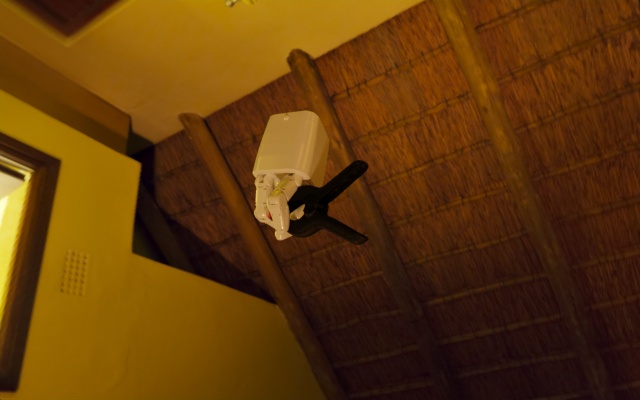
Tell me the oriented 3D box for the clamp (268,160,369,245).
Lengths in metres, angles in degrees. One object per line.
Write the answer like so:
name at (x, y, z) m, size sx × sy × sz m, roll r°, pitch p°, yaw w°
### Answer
clamp at (0.000, 0.003, 0.695) m, size 0.171 × 0.120 × 0.039 m, roll 0°, pitch -22°, yaw 33°
